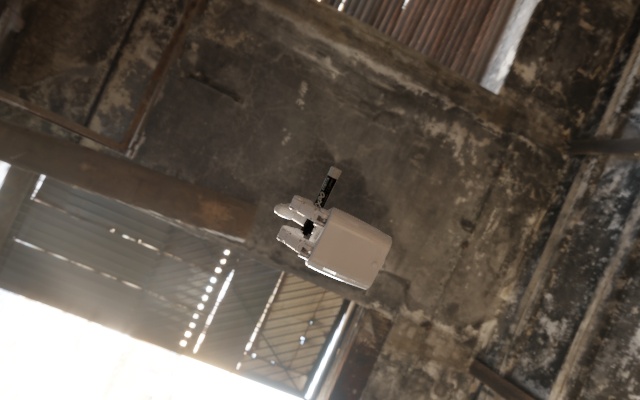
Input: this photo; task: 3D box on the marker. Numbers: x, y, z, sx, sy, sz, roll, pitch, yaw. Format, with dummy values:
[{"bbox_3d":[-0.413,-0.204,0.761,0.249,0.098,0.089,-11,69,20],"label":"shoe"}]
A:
[{"bbox_3d":[0.000,0.003,0.774,0.020,0.121,0.020,25,8,-4],"label":"marker"}]
